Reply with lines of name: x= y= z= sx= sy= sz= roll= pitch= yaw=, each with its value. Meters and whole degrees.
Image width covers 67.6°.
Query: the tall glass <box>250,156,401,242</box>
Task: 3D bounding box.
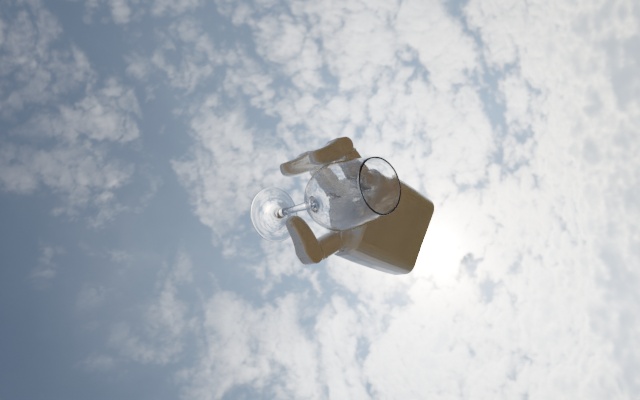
tall glass: x=0.000 y=0.002 z=0.562 sx=0.079 sy=0.079 sz=0.201 roll=0 pitch=-10 yaw=-39
